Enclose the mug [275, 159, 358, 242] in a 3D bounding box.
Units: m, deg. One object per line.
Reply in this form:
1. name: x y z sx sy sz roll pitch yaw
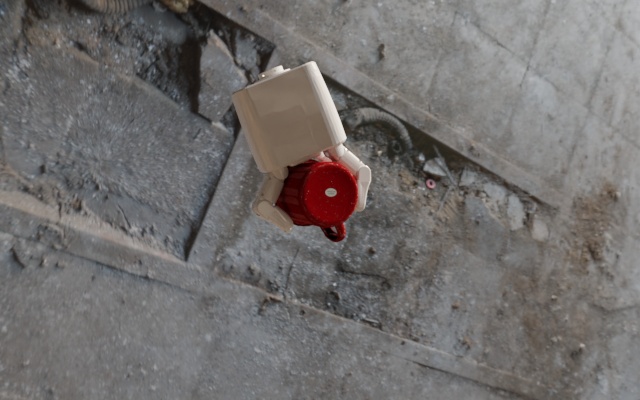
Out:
1. mug: 0.001 0.003 0.616 0.093 0.117 0.081 -27 14 -21
